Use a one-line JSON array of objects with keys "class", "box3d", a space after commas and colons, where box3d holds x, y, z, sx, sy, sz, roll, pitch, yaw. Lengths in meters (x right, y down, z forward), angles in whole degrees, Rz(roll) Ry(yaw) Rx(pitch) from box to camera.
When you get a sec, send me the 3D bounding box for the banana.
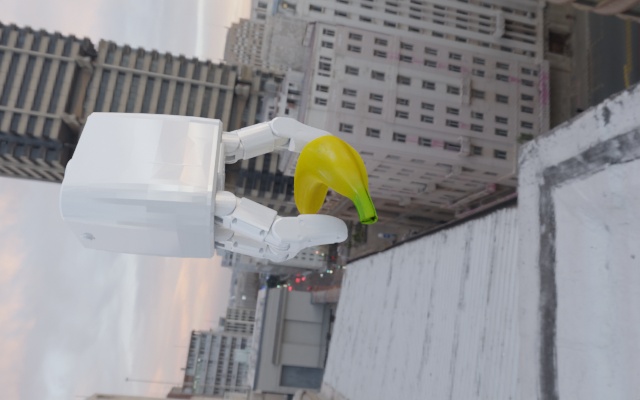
[{"class": "banana", "box3d": [0.001, -0.017, 0.406, 0.037, 0.069, 0.198, -1, 0, -12]}]
